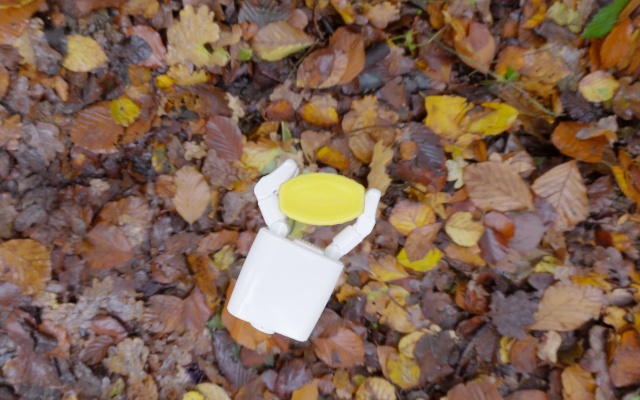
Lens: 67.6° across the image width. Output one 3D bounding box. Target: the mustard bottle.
[{"bbox_3d":[0.000,0.002,0.608,0.096,0.058,0.191,0,-2,-1],"label":"mustard bottle"}]
